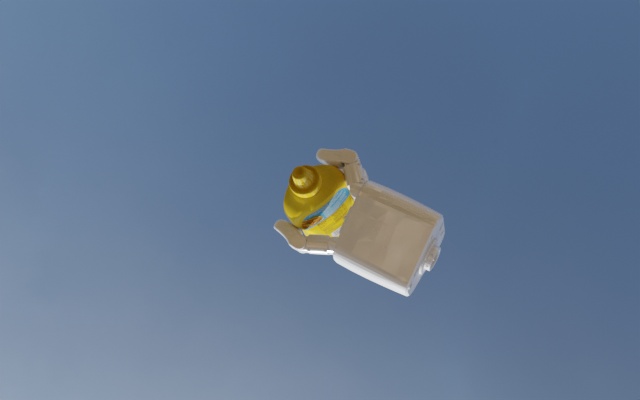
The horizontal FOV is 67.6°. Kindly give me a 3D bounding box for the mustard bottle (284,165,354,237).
[{"bbox_3d":[0.000,0.002,0.657,0.096,0.058,0.192,-38,-27,-1],"label":"mustard bottle"}]
